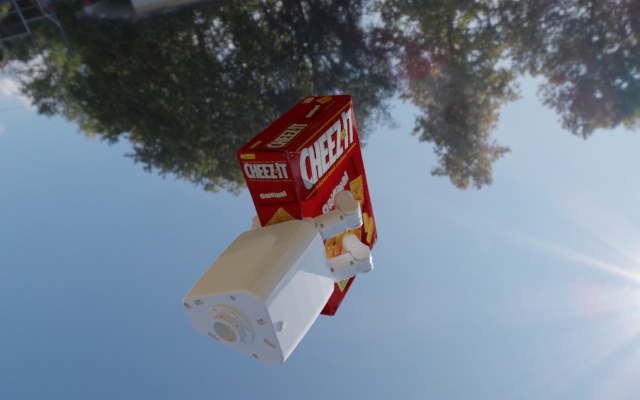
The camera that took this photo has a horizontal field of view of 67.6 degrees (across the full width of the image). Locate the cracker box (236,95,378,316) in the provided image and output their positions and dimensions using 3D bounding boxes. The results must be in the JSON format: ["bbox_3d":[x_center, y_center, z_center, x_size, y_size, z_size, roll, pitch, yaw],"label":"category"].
[{"bbox_3d":[0.000,0.002,0.573,0.072,0.214,0.164,3,32,28],"label":"cracker box"}]
